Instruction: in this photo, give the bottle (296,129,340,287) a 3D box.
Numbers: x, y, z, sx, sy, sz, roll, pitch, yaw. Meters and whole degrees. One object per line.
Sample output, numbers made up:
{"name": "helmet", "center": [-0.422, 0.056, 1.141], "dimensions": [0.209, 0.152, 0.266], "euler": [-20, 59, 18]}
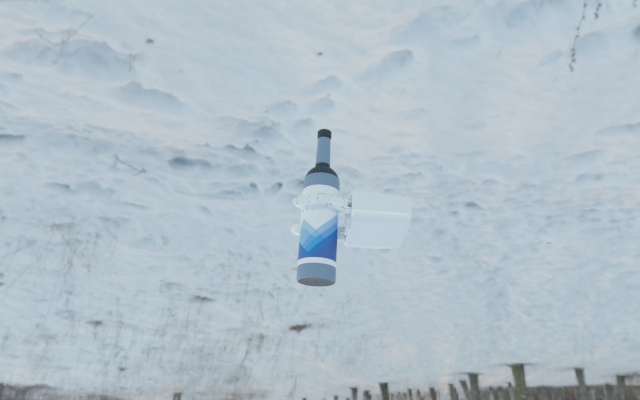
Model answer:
{"name": "bottle", "center": [0.000, 0.003, 0.862], "dimensions": [0.069, 0.295, 0.069], "euler": [3, -24, 1]}
